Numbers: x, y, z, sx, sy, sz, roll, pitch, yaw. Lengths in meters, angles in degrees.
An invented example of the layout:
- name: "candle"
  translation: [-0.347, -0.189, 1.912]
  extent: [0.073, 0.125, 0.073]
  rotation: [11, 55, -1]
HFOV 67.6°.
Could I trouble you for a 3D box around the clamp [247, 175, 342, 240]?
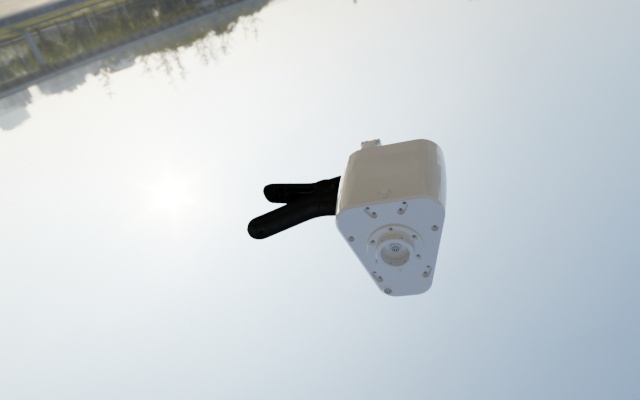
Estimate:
- name: "clamp"
  translation: [0.000, 0.002, 0.534]
  extent: [0.171, 0.039, 0.120]
  rotation: [-10, 28, 17]
